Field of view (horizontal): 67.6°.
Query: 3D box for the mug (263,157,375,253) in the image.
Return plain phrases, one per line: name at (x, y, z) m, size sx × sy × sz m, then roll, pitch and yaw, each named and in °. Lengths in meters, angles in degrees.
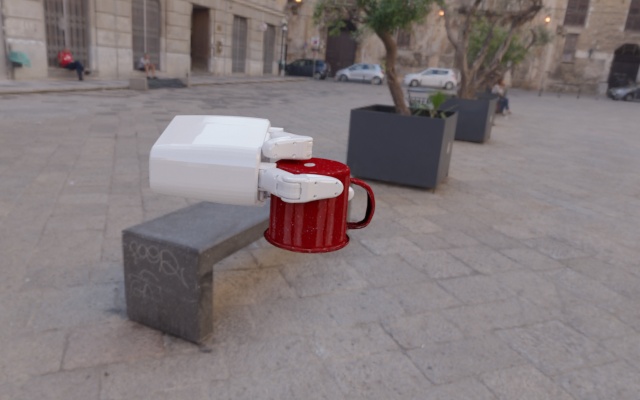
mug at (0.002, 0.002, 0.504) m, size 0.117 × 0.081 × 0.093 m, roll 4°, pitch 16°, yaw -2°
